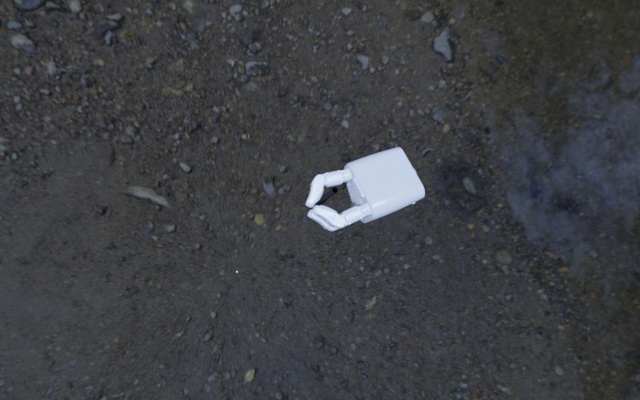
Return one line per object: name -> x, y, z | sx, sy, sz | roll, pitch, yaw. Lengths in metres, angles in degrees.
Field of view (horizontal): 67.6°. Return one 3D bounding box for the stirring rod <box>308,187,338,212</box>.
stirring rod -> 0.000, 0.003, 0.785 | 0.011, 0.011, 0.239 | 0, -8, -10
